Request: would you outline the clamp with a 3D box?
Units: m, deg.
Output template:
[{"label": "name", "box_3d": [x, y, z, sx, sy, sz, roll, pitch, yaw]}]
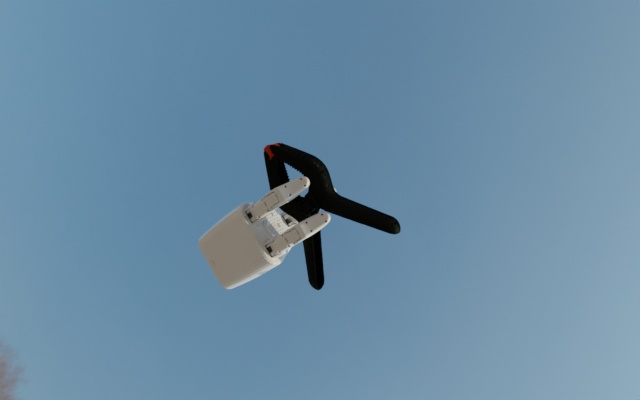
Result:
[{"label": "clamp", "box_3d": [0.000, 0.002, 0.650, 0.164, 0.210, 0.036, -33, -4, 30]}]
